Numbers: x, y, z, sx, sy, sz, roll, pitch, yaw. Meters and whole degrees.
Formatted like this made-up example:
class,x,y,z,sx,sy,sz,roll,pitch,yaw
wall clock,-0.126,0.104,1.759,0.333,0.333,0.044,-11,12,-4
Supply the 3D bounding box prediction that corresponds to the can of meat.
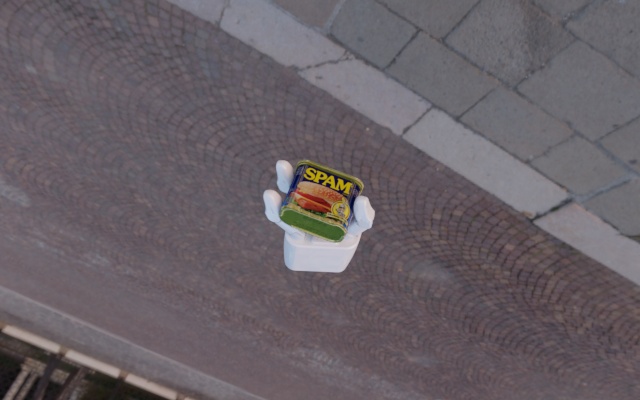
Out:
class,x,y,z,sx,sy,sz,roll,pitch,yaw
can of meat,0.000,0.002,0.677,0.102,0.084,0.057,21,-31,0
